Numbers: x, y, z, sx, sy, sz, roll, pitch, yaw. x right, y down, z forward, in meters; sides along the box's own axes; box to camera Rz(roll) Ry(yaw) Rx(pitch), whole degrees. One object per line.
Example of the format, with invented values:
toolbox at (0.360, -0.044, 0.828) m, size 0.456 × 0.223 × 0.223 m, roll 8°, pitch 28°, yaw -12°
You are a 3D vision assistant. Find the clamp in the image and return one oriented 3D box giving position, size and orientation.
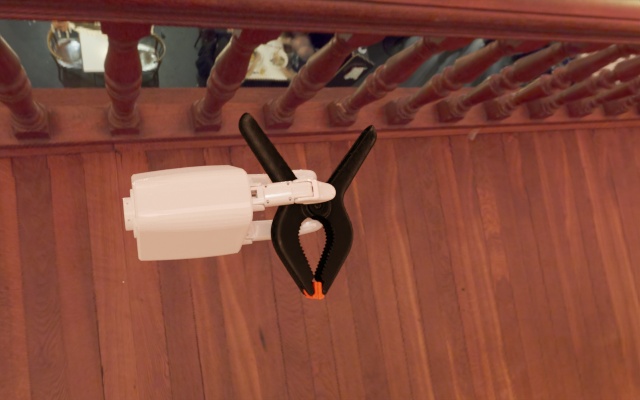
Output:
clamp at (0.000, 0.002, 0.536) m, size 0.164 × 0.210 × 0.036 m, roll -5°, pitch -7°, yaw -21°
